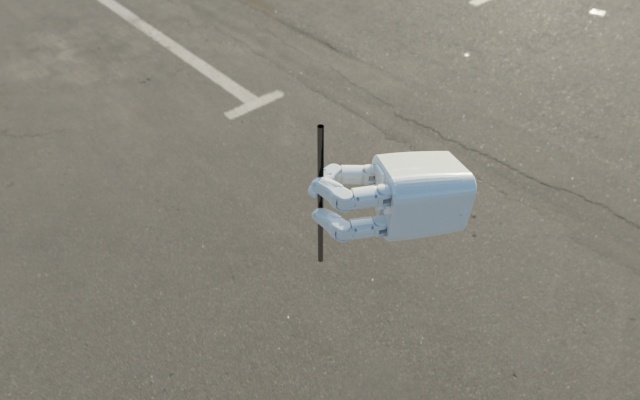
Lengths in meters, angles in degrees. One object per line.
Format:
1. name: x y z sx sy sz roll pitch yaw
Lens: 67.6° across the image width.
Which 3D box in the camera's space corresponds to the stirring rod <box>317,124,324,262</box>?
1. stirring rod: 0.000 0.002 0.626 0.011 0.240 0.011 0 44 0
